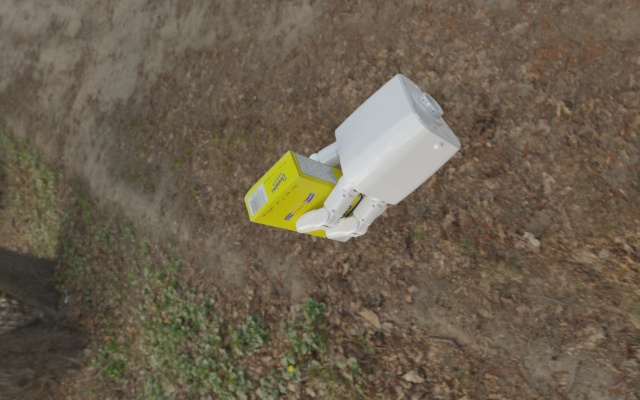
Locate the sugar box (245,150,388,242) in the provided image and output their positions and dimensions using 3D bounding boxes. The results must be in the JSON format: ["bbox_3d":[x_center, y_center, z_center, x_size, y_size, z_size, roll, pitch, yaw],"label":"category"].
[{"bbox_3d":[0.000,0.002,0.613,0.176,0.048,0.093,18,-49,-43],"label":"sugar box"}]
